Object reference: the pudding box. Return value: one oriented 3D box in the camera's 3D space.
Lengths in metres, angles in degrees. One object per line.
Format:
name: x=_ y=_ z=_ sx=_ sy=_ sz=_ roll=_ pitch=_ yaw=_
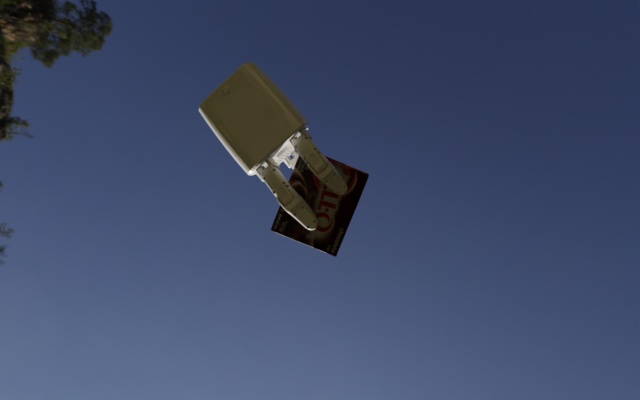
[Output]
pudding box: x=0.000 y=0.002 z=0.603 sx=0.090 sy=0.113 sz=0.039 roll=22 pitch=7 yaw=5
